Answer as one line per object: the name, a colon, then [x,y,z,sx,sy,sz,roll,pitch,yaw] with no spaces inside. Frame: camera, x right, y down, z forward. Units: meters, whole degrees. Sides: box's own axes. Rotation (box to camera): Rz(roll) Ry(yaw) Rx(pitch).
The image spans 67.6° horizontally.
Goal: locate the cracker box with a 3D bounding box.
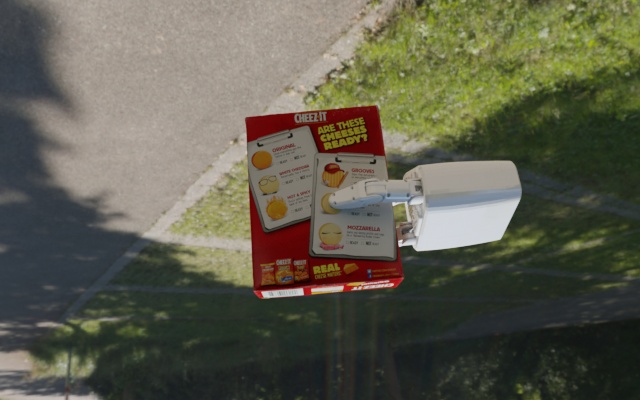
cracker box: [0.000,0.002,0.569,0.164,0.213,0.072,-5,-20,-2]
